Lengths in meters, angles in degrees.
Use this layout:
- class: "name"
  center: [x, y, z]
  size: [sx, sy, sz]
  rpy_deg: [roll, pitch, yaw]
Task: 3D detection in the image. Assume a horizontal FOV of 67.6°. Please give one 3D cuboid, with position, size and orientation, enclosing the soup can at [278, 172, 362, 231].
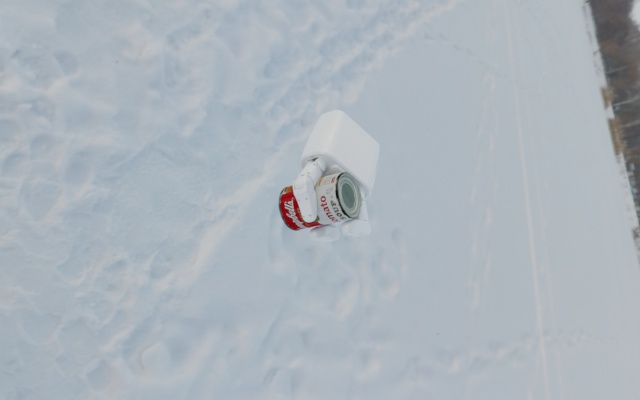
- class: "soup can"
  center: [0.000, 0.002, 0.685]
  size: [0.102, 0.068, 0.068]
  rpy_deg: [-13, -7, 32]
